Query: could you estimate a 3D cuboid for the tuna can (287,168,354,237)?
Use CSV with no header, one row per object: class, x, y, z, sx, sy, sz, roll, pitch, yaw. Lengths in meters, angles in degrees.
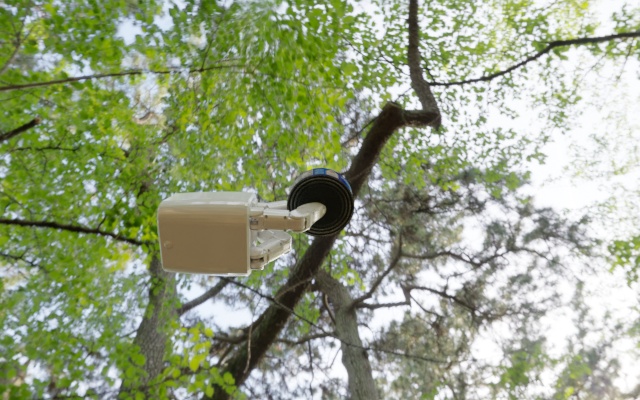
tuna can,0.000,0.002,0.618,0.086,0.086,0.033,0,22,0
